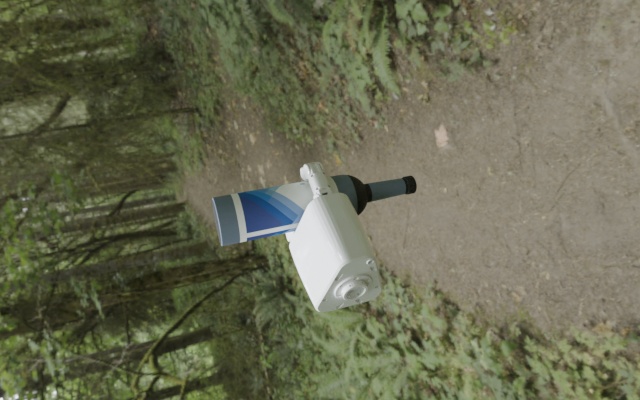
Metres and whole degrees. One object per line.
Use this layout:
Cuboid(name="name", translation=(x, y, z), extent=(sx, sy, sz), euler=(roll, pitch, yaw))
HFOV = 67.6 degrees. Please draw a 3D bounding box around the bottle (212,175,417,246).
Cuboid(name="bottle", translation=(0.000, 0.002, 0.679), extent=(0.295, 0.069, 0.069), euler=(-11, 3, -16))
